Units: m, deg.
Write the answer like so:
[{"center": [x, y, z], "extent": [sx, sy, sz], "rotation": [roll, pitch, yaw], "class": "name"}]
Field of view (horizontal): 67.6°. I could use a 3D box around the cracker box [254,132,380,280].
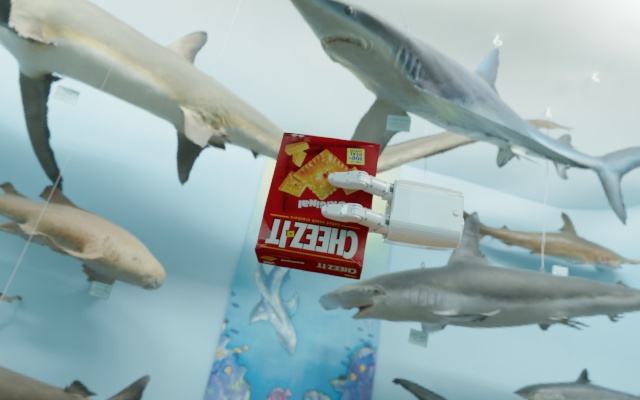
[{"center": [0.000, 0.002, 0.758], "extent": [0.164, 0.213, 0.072], "rotation": [9, -25, 5], "class": "cracker box"}]
